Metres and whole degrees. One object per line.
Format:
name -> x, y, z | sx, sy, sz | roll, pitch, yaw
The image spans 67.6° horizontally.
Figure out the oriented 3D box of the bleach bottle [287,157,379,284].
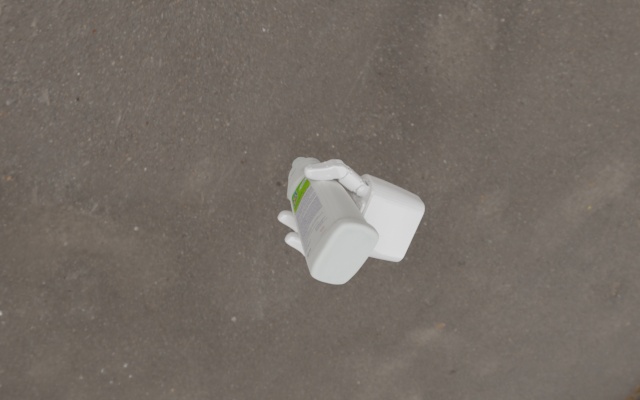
bleach bottle -> 0.000, 0.002, 0.699 | 0.068, 0.103, 0.250 | 19, 27, -27
